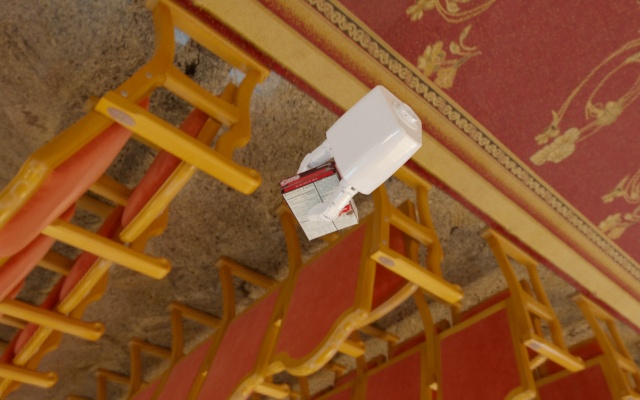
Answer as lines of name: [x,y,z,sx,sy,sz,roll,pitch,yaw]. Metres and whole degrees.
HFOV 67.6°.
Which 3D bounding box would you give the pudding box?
pudding box: [0.000,0.002,0.731,0.090,0.114,0.039,-20,38,9]
